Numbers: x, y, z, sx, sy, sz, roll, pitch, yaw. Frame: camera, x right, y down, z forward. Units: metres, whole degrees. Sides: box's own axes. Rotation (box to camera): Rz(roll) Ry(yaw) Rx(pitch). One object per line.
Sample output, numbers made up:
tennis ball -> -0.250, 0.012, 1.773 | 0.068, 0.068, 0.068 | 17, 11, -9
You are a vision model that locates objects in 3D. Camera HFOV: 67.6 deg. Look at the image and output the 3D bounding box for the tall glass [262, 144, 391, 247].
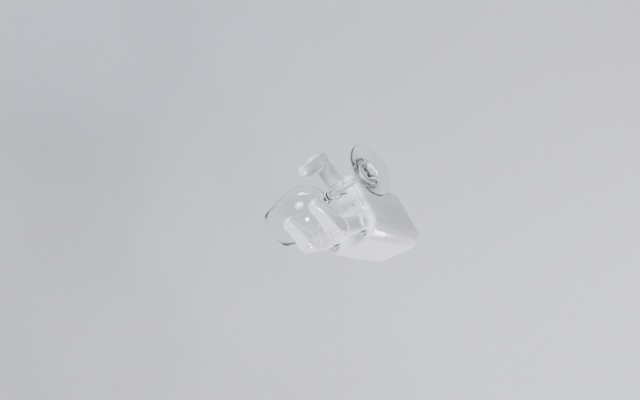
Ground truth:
tall glass -> 0.000, 0.002, 0.673 | 0.079, 0.079, 0.201 | 0, -25, -47
